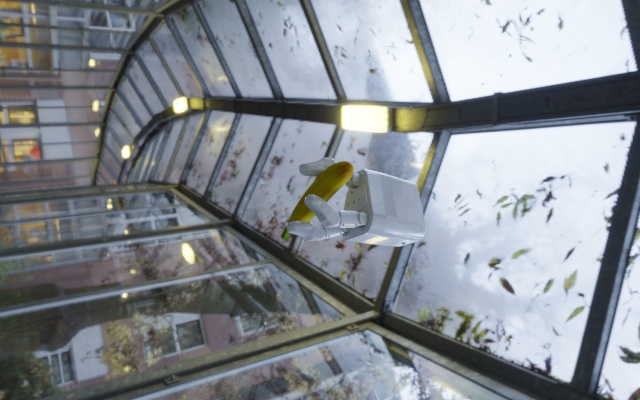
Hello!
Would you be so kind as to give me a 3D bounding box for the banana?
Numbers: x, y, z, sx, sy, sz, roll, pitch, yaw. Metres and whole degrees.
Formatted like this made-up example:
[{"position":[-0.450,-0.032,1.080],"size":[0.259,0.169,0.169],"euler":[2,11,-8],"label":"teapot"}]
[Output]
[{"position":[0.001,-0.009,0.744],"size":[0.037,0.069,0.198],"euler":[28,-47,-14],"label":"banana"}]
